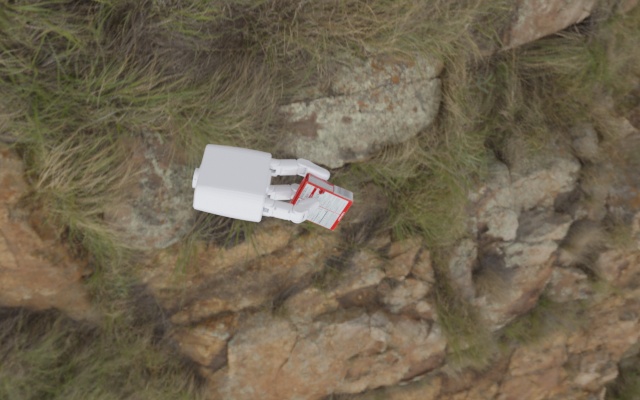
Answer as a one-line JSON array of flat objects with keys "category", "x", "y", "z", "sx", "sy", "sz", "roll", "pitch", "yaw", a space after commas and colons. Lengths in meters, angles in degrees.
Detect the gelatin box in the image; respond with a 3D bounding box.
[{"category": "gelatin box", "x": 0.000, "y": 0.003, "z": 0.804, "sx": 0.089, "sy": 0.073, "sz": 0.030, "roll": 23, "pitch": 35, "yaw": -13}]
